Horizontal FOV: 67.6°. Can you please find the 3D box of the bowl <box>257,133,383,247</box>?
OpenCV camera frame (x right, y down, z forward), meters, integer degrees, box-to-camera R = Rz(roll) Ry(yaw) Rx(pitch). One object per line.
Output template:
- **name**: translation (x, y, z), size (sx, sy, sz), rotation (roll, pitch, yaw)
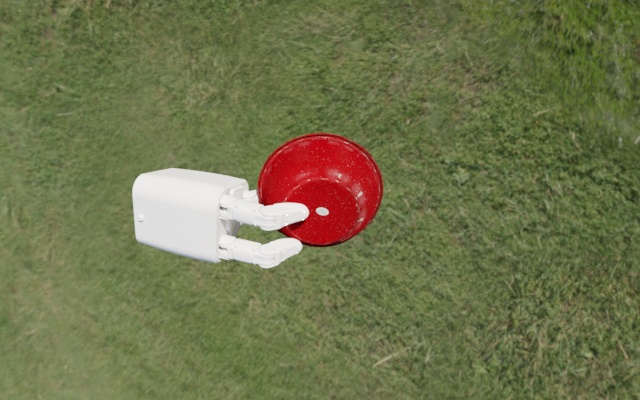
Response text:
- **bowl**: translation (0.001, 0.002, 0.589), size (0.162, 0.162, 0.055), rotation (0, 29, -1)
